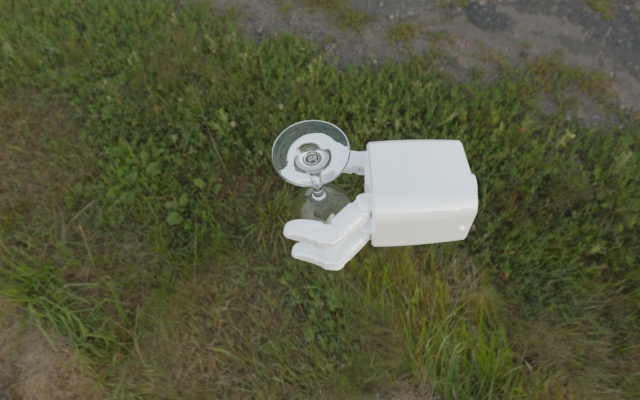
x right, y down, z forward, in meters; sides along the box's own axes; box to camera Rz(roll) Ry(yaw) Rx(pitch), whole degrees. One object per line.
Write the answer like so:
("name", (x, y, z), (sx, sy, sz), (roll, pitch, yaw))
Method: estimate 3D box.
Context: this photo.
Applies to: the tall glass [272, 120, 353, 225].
("tall glass", (0.000, 0.001, 0.531), (0.079, 0.079, 0.201), (0, -28, 5))
